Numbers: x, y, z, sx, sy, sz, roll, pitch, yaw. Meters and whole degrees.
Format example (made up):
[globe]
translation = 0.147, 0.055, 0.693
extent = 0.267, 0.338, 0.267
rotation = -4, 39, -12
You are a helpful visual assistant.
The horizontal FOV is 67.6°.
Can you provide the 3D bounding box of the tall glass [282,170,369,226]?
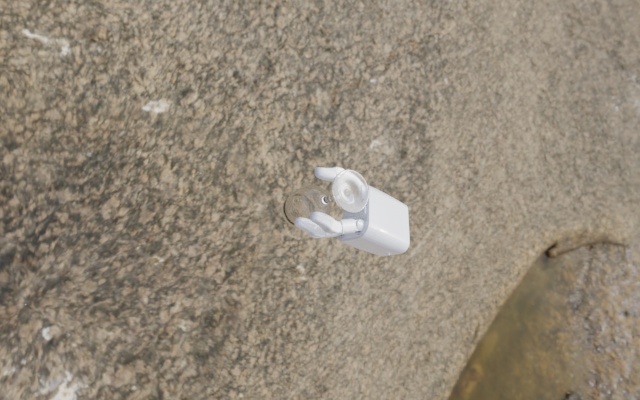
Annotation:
[tall glass]
translation = 0.000, 0.003, 0.874
extent = 0.079, 0.079, 0.201
rotation = 0, -10, -32
